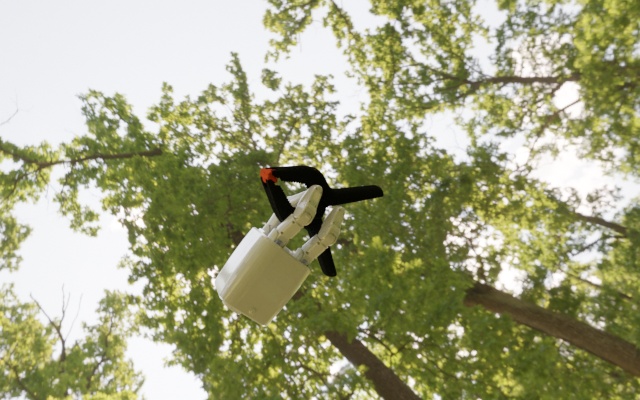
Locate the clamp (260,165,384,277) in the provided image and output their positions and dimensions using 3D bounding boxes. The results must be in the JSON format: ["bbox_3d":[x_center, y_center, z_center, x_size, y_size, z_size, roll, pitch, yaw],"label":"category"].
[{"bbox_3d":[-0.001,0.002,0.719,0.210,0.164,0.036,42,-10,-34],"label":"clamp"}]
